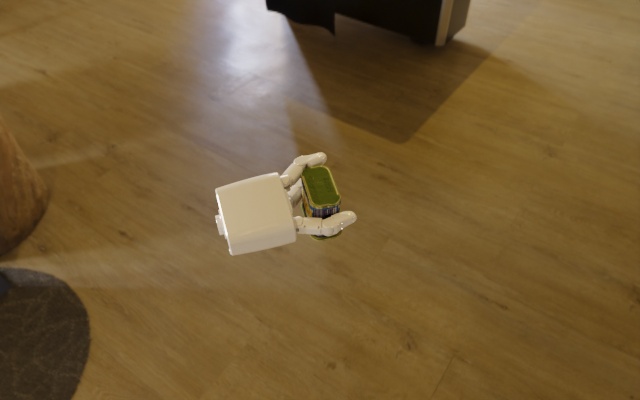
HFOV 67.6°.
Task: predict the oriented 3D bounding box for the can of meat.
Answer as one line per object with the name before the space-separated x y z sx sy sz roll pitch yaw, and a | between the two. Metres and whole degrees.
can of meat | 0.000 0.002 0.805 0.057 0.102 0.084 -11 -42 -9
